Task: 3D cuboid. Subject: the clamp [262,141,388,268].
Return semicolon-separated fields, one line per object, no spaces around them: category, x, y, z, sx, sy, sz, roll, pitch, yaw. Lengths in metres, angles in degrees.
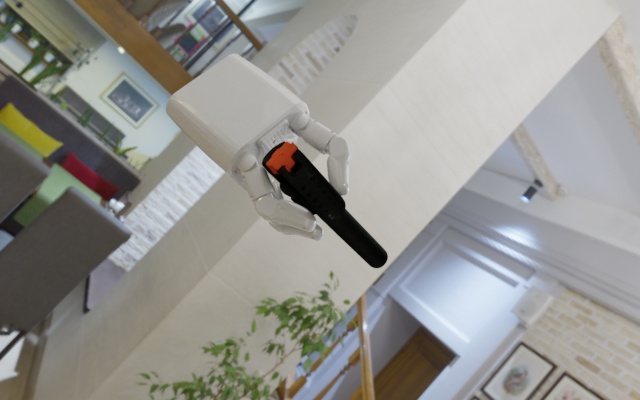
clamp;0.000;0.001;0.485;0.164;0.036;0.210;39;-6;16
